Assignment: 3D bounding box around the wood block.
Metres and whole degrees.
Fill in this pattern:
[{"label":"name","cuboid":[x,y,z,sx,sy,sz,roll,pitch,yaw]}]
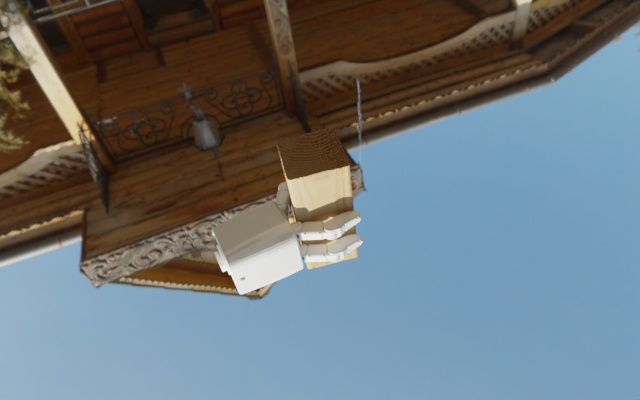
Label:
[{"label":"wood block","cuboid":[0.000,0.002,0.742,0.090,0.090,0.206,-14,-43,-5]}]
